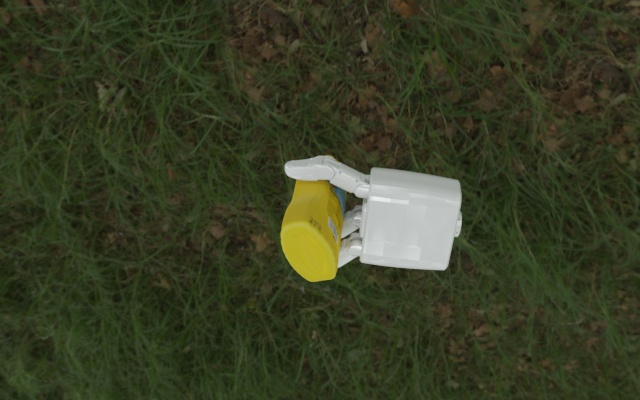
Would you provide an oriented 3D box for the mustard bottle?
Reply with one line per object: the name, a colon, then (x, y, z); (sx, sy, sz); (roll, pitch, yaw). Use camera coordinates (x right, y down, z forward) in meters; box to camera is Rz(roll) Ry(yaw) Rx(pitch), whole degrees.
mustard bottle: (0.000, 0.002, 0.605); (0.058, 0.096, 0.191); (-13, 36, 20)
